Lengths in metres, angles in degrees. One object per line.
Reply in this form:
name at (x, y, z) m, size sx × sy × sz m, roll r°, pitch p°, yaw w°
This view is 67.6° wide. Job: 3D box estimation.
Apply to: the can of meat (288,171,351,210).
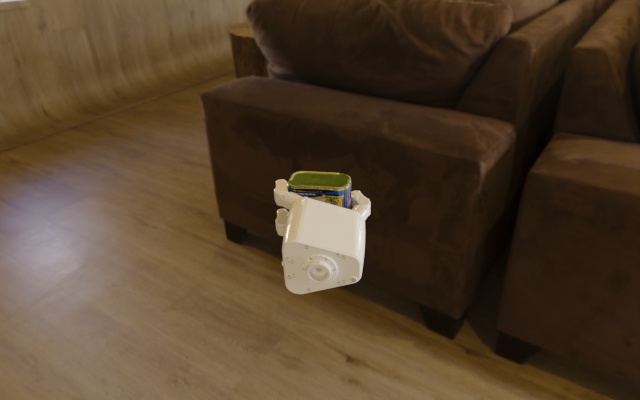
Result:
can of meat at (0.000, 0.002, 0.761) m, size 0.102 × 0.084 × 0.057 m, roll 3°, pitch 31°, yaw 9°
